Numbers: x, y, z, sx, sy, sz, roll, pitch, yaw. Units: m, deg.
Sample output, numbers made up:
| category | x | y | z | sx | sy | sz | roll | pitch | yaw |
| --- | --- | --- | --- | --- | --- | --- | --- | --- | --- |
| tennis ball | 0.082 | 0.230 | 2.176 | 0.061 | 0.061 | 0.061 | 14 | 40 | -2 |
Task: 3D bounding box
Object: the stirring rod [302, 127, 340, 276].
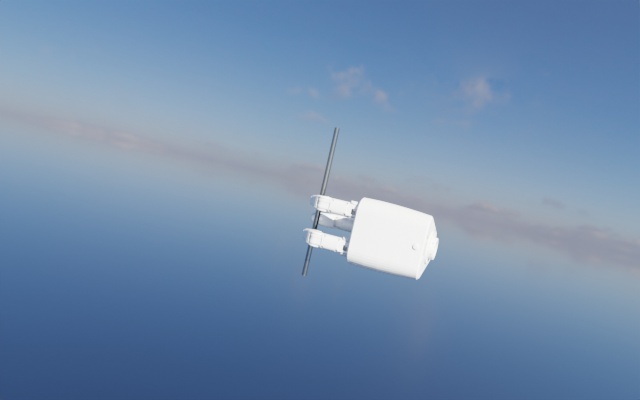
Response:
| category | x | y | z | sx | sy | sz | roll | pitch | yaw |
| --- | --- | --- | --- | --- | --- | --- | --- | --- | --- |
| stirring rod | 0.000 | 0.003 | 0.760 | 0.011 | 0.239 | 0.011 | 13 | 2 | 0 |
